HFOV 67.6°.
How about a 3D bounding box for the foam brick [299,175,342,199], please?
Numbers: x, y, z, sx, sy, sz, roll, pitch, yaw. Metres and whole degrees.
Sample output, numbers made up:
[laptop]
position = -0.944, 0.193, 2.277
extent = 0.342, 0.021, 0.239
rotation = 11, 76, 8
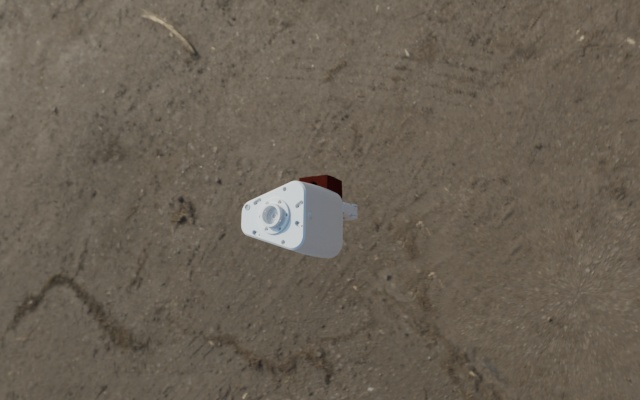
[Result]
[foam brick]
position = 0.000, 0.002, 0.755
extent = 0.053, 0.078, 0.051
rotation = -5, -12, 29
